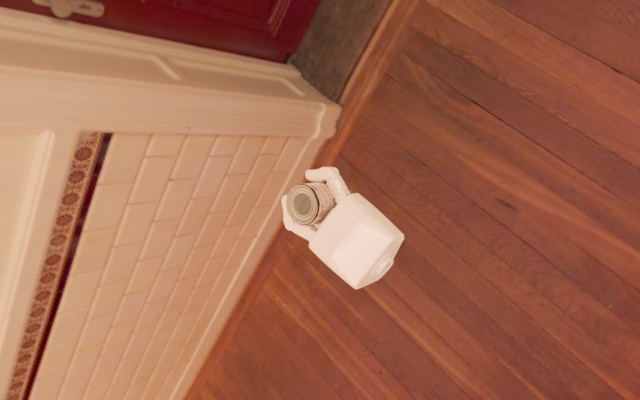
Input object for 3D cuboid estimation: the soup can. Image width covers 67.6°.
[{"bbox_3d":[0.000,0.002,0.795,0.068,0.068,0.102,0,5,37],"label":"soup can"}]
